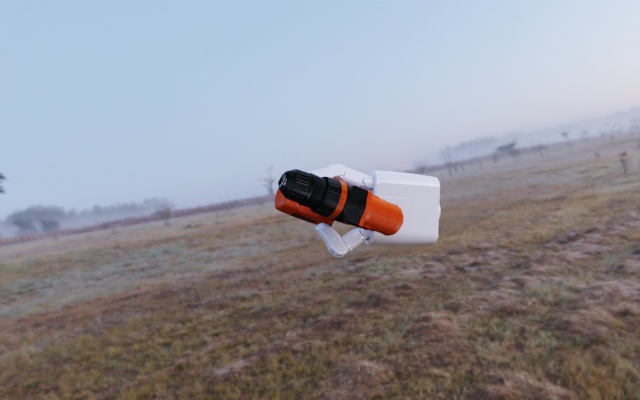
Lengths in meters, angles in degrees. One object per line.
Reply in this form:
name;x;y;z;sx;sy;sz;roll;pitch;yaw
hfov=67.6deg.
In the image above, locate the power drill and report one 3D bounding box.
power drill;0.000;0.002;0.688;0.184;0.057;0.187;22;-6;-24
